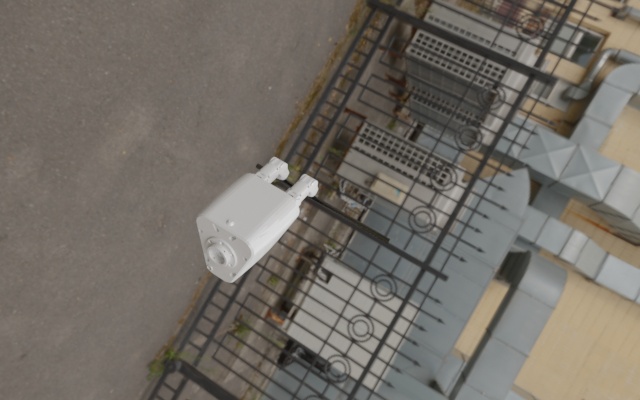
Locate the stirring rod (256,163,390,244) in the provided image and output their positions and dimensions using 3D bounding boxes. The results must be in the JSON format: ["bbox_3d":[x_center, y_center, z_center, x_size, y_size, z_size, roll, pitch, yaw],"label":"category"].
[{"bbox_3d":[0.000,0.002,0.737,0.239,0.011,0.011,30,7,13],"label":"stirring rod"}]
